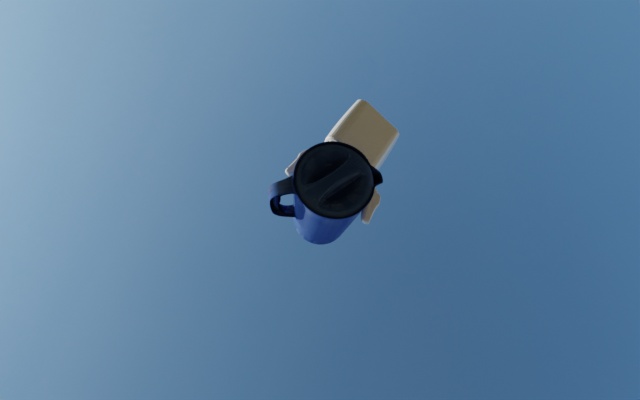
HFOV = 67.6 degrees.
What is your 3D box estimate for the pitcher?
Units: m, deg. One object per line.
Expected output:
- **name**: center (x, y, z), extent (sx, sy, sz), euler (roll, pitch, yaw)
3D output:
- **pitcher**: center (0.000, 0.003, 0.865), extent (0.149, 0.145, 0.243), euler (34, -19, 6)
